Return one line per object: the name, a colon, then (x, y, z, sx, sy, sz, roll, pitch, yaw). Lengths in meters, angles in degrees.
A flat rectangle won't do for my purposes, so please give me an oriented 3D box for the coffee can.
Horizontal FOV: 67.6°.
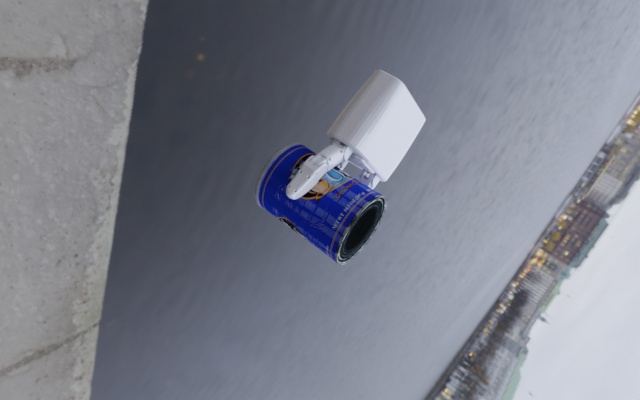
coffee can: (0.000, 0.002, 0.622, 0.140, 0.103, 0.103, 34, 15, 23)
